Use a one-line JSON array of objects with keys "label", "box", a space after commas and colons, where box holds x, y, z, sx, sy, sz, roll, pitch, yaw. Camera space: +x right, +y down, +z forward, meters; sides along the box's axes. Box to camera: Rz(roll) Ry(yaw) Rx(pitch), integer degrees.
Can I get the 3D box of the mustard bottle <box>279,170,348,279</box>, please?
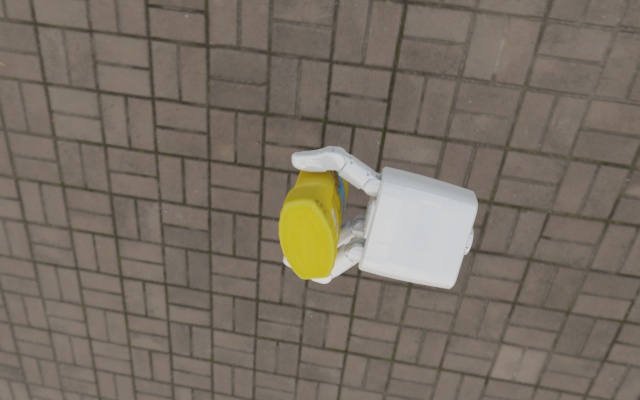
[{"label": "mustard bottle", "box": [0.000, 0.002, 0.564, 0.058, 0.096, 0.191, -7, 24, 13]}]
